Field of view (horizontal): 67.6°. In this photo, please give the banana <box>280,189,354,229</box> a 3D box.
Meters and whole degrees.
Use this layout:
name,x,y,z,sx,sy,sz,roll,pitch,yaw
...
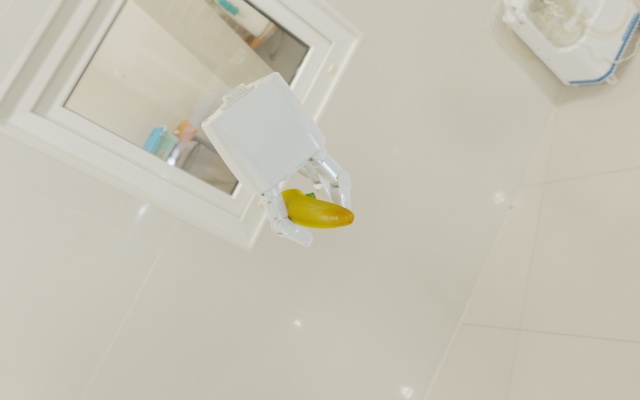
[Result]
name,x,y,z,sx,sy,sz,roll,pitch,yaw
banana,-0.018,0.006,0.629,0.069,0.037,0.197,-16,14,-12
